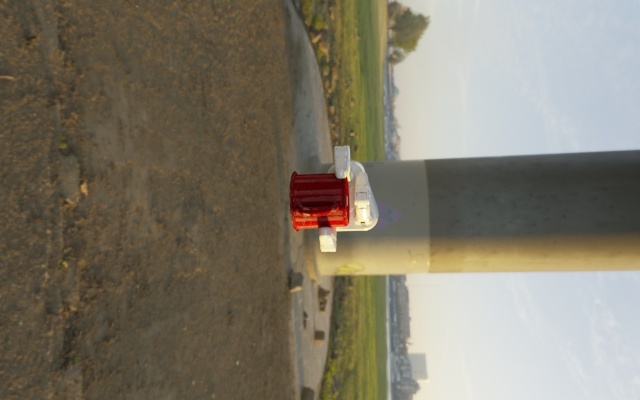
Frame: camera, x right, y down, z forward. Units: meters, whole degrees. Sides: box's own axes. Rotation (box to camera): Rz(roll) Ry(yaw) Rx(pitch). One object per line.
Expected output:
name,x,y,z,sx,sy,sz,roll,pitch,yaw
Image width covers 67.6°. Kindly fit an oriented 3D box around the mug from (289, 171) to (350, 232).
mug,0.000,0.003,0.710,0.081,0.093,0.117,-2,10,7
